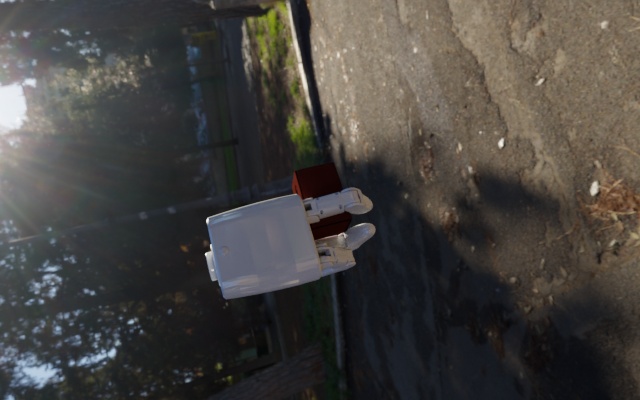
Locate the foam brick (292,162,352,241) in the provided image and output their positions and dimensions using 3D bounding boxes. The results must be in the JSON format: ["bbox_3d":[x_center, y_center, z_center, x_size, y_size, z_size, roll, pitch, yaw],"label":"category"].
[{"bbox_3d":[0.000,0.002,0.579,0.051,0.078,0.053,-13,-19,-11],"label":"foam brick"}]
